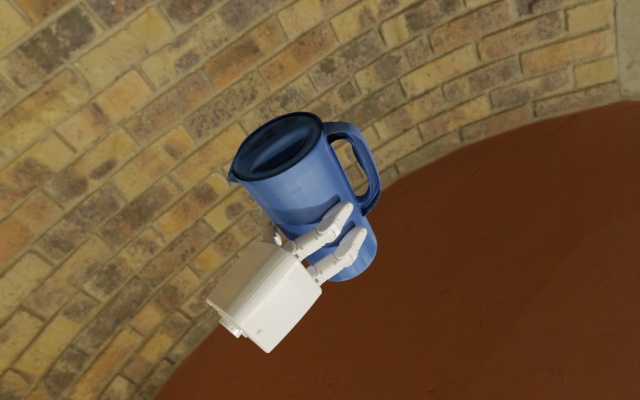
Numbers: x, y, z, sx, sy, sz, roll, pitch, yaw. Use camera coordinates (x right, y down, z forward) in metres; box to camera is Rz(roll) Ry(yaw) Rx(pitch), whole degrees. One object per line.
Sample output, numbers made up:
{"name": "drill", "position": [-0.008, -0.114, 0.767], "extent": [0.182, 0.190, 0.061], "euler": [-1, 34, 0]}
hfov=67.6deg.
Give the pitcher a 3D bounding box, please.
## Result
{"name": "pitcher", "position": [0.000, 0.002, 0.673], "extent": [0.149, 0.145, 0.243], "euler": [18, -30, 45]}
